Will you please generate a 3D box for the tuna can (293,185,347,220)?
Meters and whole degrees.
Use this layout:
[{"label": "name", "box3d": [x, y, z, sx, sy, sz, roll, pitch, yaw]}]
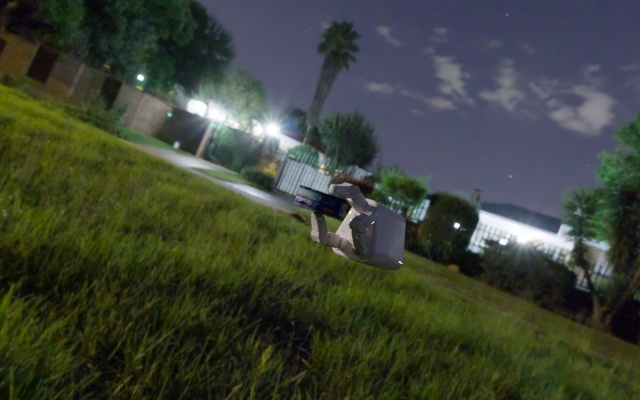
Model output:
[{"label": "tuna can", "box3d": [0.000, 0.002, 0.794, 0.086, 0.034, 0.086, 20, 1, 0]}]
